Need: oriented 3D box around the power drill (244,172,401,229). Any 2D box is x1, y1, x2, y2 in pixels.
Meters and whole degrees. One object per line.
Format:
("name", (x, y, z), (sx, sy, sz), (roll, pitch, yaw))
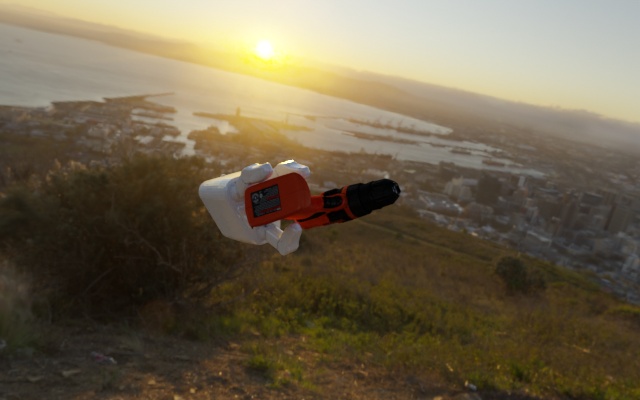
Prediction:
("power drill", (0.000, 0.002, 0.683), (0.184, 0.057, 0.187), (-19, -16, 32))
